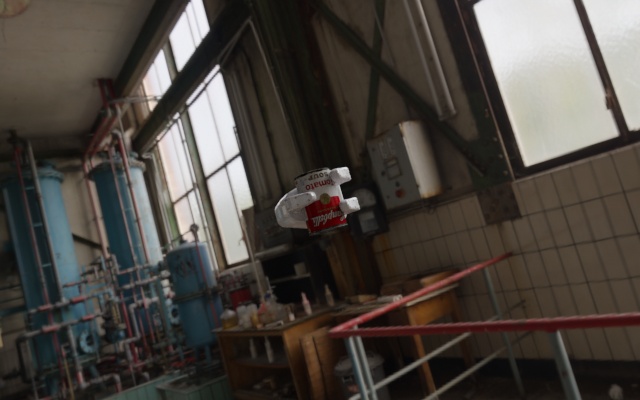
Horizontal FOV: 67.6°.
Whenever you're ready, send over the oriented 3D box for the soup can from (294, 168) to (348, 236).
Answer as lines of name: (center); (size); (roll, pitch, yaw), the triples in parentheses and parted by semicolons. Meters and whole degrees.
soup can: (0.000, 0.002, 0.816); (0.068, 0.102, 0.068); (-16, -6, -2)
